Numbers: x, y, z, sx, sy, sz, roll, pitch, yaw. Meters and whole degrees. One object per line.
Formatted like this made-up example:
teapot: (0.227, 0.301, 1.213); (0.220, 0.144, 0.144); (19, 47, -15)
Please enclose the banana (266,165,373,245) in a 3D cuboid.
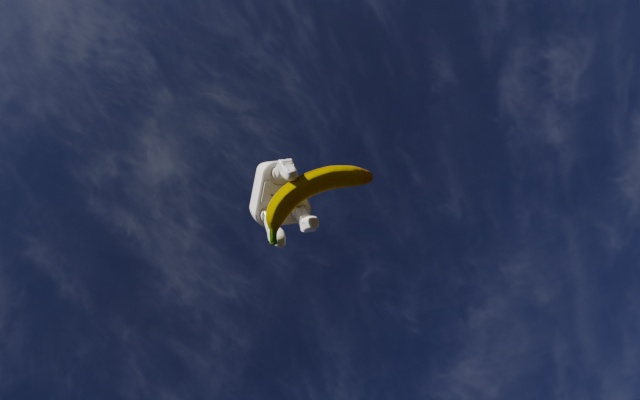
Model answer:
banana: (-0.012, -0.012, 0.747); (0.198, 0.069, 0.037); (-33, 10, -11)
